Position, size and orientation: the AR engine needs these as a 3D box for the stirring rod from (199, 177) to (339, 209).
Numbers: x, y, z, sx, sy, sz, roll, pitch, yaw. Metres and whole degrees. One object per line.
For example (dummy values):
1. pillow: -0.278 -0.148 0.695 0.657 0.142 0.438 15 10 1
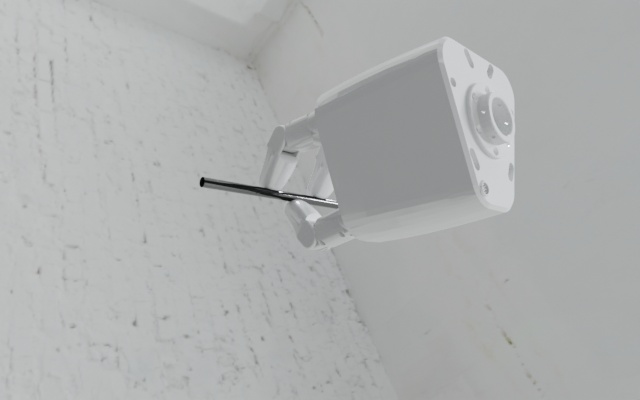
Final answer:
1. stirring rod: 0.000 0.001 0.437 0.239 0.011 0.011 10 -7 -42
